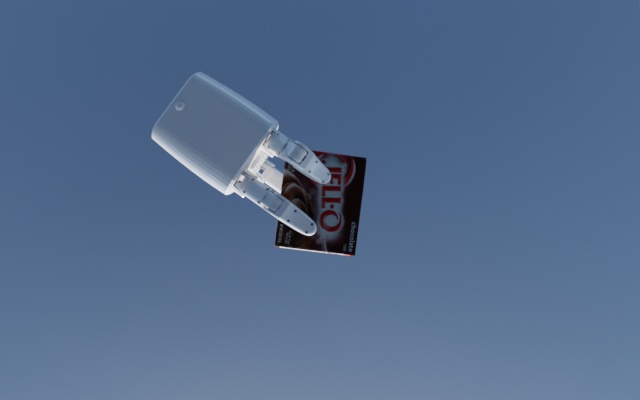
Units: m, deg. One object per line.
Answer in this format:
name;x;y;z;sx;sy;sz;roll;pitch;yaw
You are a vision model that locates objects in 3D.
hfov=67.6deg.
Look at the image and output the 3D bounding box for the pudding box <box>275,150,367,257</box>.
pudding box;0.000;0.002;0.537;0.090;0.113;0.039;7;-3;-2
